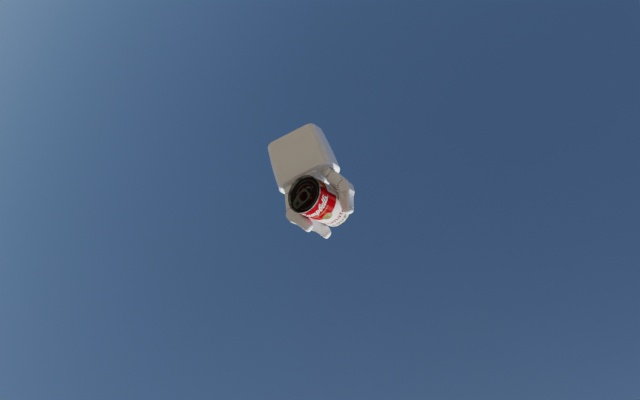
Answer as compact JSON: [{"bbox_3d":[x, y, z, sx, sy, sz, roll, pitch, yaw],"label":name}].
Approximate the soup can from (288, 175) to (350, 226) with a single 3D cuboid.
[{"bbox_3d":[0.001,0.003,0.844,0.068,0.068,0.102,0,-16,37],"label":"soup can"}]
